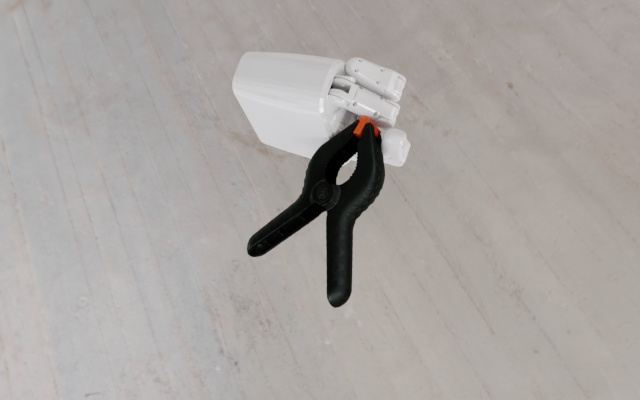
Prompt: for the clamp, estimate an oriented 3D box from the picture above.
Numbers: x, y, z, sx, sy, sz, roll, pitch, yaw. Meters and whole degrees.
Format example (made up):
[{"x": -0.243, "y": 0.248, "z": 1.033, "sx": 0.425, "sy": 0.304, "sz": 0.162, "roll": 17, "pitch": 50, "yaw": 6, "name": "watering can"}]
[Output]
[{"x": 0.000, "y": 0.001, "z": 0.447, "sx": 0.120, "sy": 0.171, "sz": 0.039, "roll": 16, "pitch": -13, "yaw": 28, "name": "clamp"}]
